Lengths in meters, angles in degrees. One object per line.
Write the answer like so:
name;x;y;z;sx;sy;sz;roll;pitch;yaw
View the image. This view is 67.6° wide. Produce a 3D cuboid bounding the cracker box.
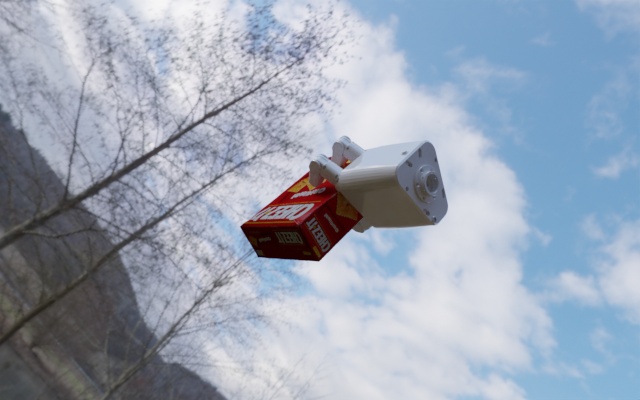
cracker box;0.000;0.003;0.756;0.213;0.072;0.164;-41;21;-33
